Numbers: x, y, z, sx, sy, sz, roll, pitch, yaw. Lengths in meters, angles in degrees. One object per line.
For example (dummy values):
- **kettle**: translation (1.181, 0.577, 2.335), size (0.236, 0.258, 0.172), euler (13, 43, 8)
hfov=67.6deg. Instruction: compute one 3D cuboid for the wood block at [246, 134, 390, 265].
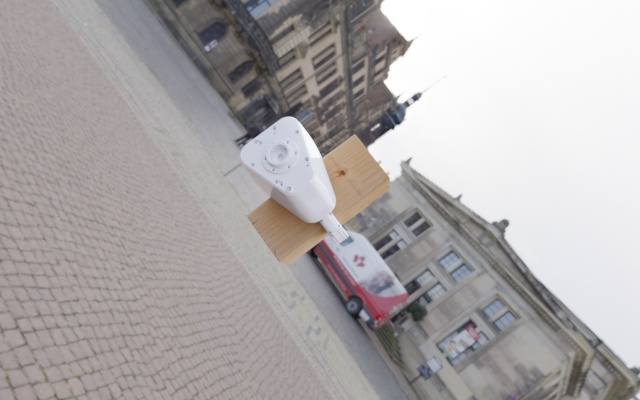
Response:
- **wood block**: translation (0.000, 0.003, 0.753), size (0.206, 0.091, 0.090), euler (-37, -13, -1)
